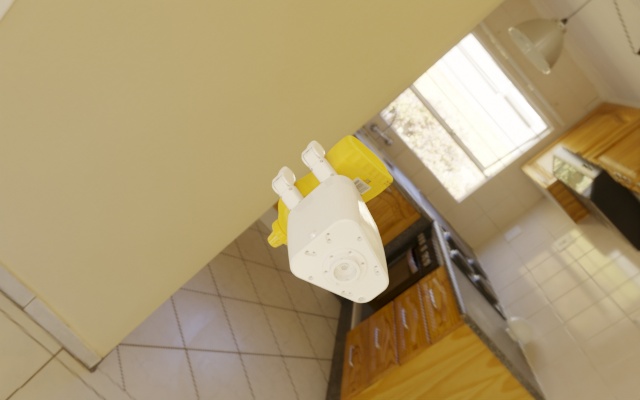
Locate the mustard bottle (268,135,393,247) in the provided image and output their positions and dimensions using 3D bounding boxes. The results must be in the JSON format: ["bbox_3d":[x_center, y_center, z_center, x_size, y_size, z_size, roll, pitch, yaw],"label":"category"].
[{"bbox_3d":[0.000,0.002,0.657,0.192,0.058,0.096,-41,-45,17],"label":"mustard bottle"}]
